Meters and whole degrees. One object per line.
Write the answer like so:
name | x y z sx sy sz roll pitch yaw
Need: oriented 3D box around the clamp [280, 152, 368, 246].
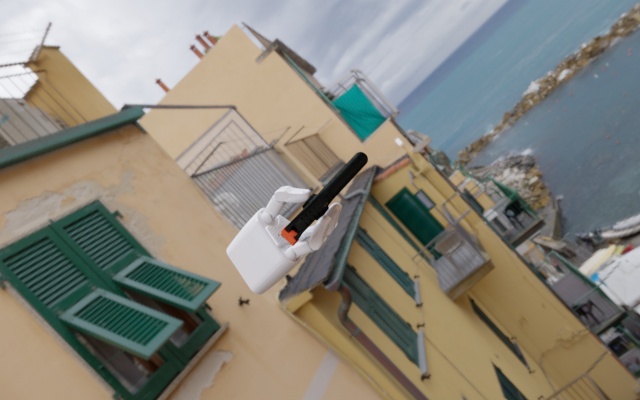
clamp | -0.001 0.002 0.776 0.165 0.036 0.210 -48 0 30
